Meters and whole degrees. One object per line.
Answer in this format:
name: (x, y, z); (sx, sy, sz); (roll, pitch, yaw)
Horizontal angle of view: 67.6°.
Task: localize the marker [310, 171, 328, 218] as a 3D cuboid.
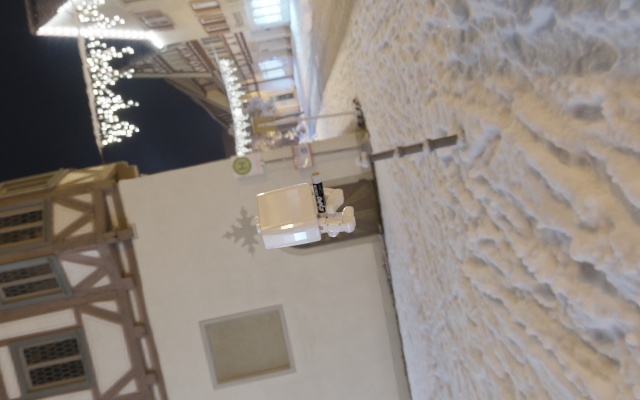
marker: (0.000, 0.003, 0.869); (0.020, 0.121, 0.020); (-7, 34, 5)
